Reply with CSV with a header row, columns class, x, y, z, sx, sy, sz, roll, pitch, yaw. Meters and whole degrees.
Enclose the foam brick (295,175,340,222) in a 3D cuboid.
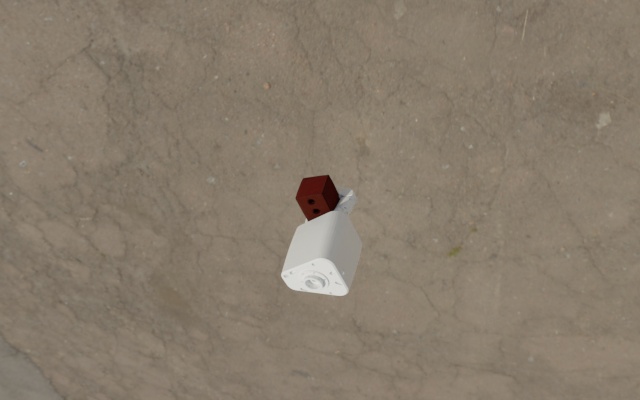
class,x,y,z,sx,sy,sz,roll,pitch,yaw
foam brick,0.000,0.002,0.825,0.053,0.078,0.051,-9,38,27
